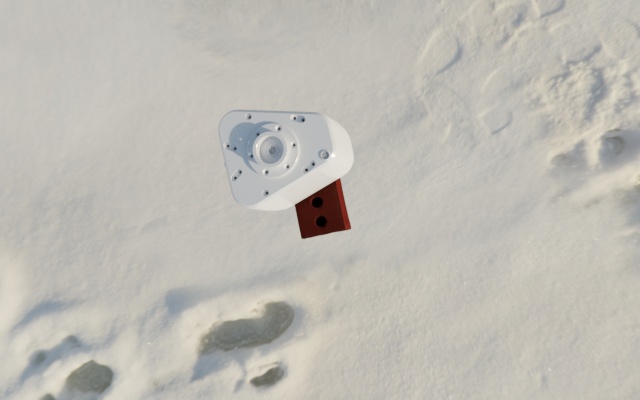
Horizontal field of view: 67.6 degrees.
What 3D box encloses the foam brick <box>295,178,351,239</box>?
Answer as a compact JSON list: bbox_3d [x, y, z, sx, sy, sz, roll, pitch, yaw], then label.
[{"bbox_3d":[0.000,0.002,0.552,0.053,0.078,0.051,-13,-2,10],"label":"foam brick"}]
